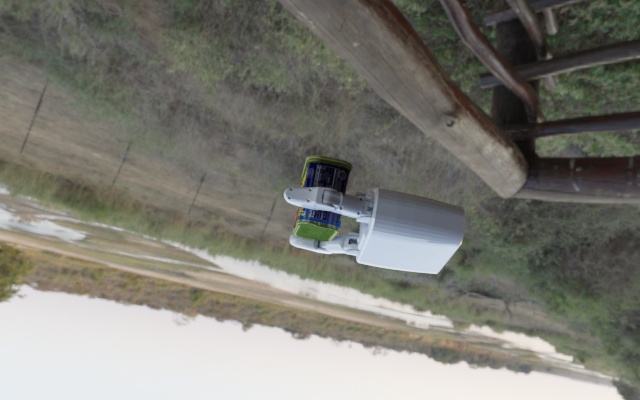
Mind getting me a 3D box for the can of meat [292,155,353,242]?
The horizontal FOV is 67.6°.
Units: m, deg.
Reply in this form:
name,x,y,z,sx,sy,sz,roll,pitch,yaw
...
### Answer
name,x,y,z,sx,sy,sz,roll,pitch,yaw
can of meat,0.000,0.002,0.595,0.057,0.084,0.102,11,-15,-4
